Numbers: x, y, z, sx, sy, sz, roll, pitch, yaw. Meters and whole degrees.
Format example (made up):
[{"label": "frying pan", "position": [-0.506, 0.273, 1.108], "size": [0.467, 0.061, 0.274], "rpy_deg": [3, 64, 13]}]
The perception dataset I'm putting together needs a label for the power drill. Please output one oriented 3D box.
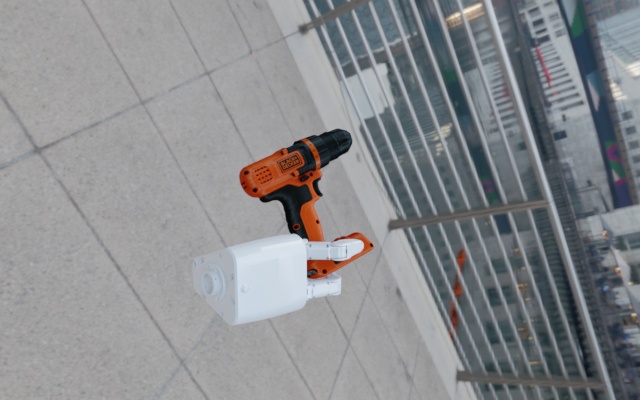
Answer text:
[{"label": "power drill", "position": [0.000, 0.003, 0.681], "size": [0.184, 0.187, 0.057], "rpy_deg": [-27, -1, -24]}]
